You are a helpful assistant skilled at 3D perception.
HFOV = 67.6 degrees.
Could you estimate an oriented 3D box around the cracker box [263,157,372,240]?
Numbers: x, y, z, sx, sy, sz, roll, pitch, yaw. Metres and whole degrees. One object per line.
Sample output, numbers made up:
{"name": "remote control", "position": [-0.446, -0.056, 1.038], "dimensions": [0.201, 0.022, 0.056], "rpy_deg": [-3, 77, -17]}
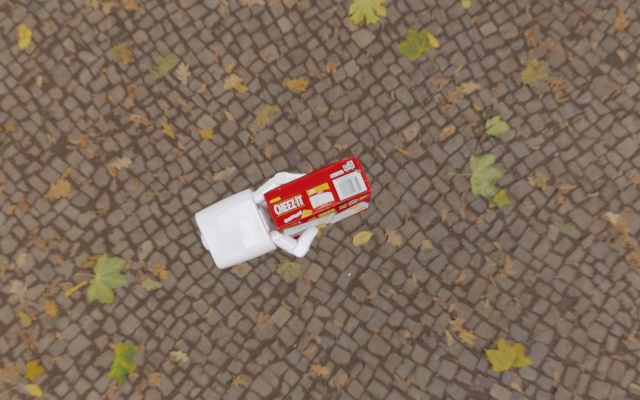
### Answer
{"name": "cracker box", "position": [0.000, 0.003, 0.848], "dimensions": [0.164, 0.072, 0.214], "rpy_deg": [-23, -9, 0]}
